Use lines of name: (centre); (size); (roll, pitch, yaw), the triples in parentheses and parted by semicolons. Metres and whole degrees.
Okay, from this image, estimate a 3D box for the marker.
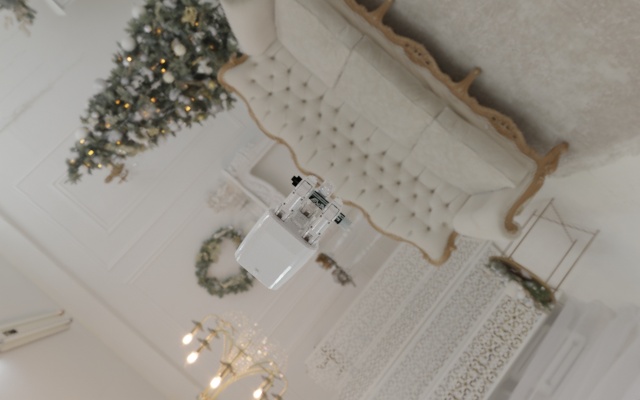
marker: (0.000, 0.002, 0.772); (0.121, 0.020, 0.020); (41, 0, 0)
